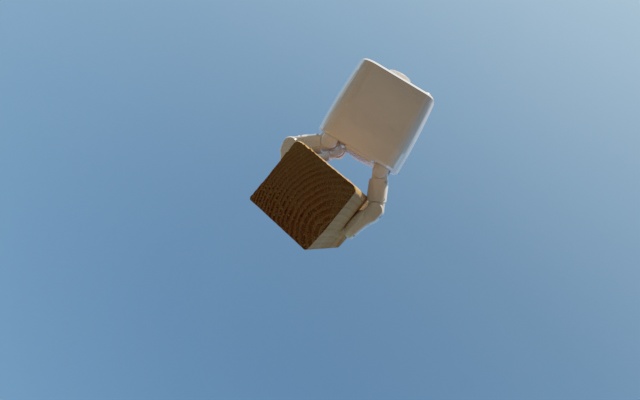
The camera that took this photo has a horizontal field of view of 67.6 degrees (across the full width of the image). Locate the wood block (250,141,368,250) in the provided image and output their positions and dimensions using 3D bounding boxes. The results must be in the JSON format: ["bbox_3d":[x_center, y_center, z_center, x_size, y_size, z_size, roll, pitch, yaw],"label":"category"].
[{"bbox_3d":[0.001,0.002,0.622,0.091,0.090,0.206,41,4,12],"label":"wood block"}]
